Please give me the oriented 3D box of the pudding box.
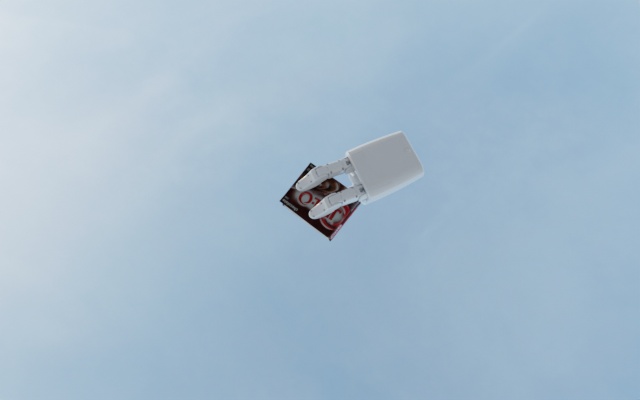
[{"bbox_3d":[0.000,0.003,0.832,0.113,0.090,0.039,35,-10,16],"label":"pudding box"}]
